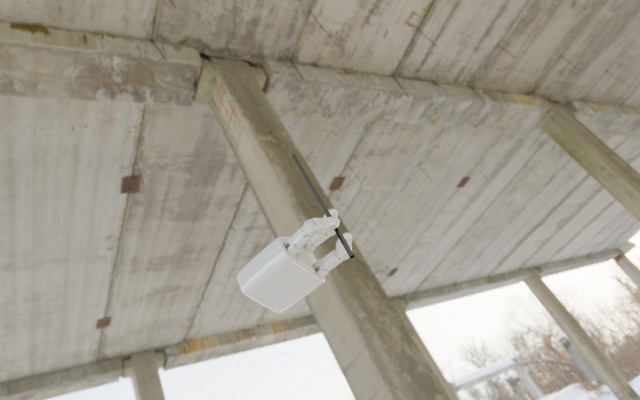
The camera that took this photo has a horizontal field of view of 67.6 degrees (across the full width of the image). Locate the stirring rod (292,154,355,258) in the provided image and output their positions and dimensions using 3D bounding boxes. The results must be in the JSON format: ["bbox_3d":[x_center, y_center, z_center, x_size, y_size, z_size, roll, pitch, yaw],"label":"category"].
[{"bbox_3d":[0.000,0.003,0.823,0.011,0.239,0.011,-20,-35,-15],"label":"stirring rod"}]
